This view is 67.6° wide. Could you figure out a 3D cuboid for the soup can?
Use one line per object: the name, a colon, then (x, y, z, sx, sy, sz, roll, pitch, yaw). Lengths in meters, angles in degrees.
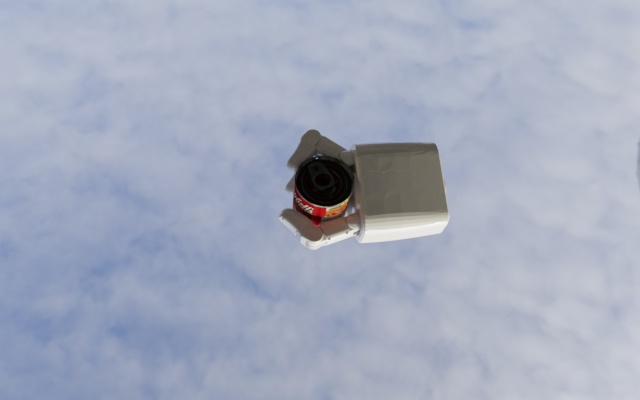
soup can: (0.000, 0.002, 0.580, 0.068, 0.068, 0.102, 0, -29, -6)
